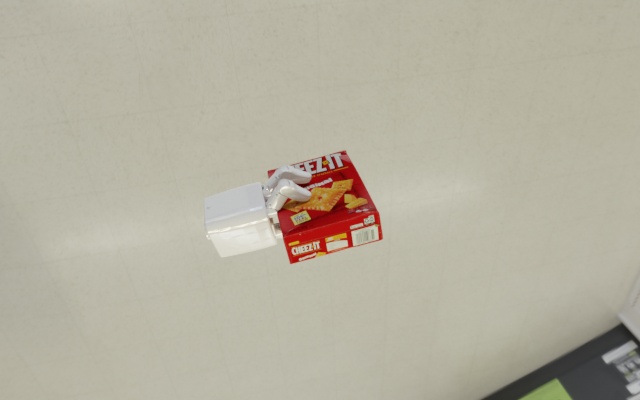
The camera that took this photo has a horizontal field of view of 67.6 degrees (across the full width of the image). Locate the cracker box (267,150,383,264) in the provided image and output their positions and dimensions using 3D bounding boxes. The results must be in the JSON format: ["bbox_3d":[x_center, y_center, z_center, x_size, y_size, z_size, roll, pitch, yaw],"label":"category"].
[{"bbox_3d":[0.000,0.003,0.859,0.164,0.072,0.213,-15,37,-4],"label":"cracker box"}]
